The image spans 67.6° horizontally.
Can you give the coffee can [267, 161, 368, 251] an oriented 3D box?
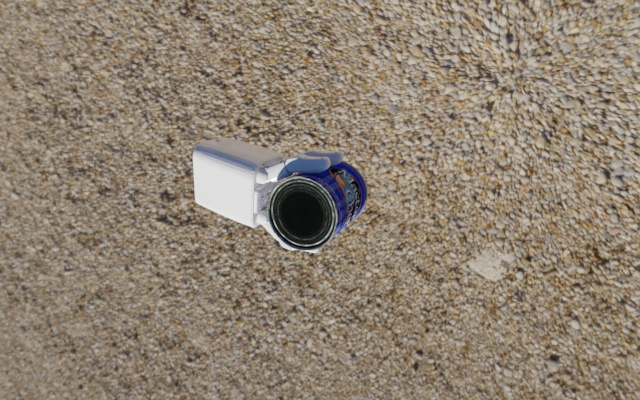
[{"bbox_3d":[0.000,0.002,0.693,0.103,0.103,0.140,0,13,22],"label":"coffee can"}]
